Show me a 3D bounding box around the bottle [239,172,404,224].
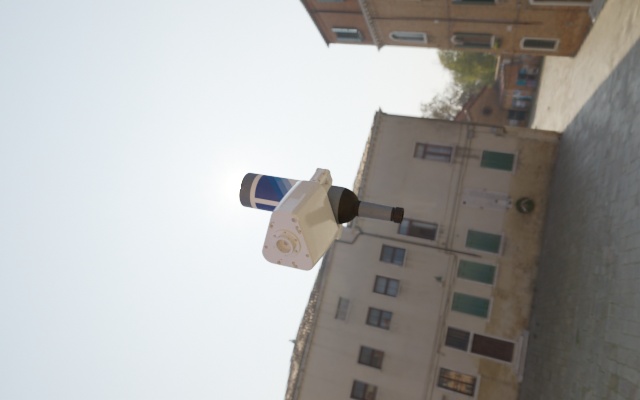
[{"bbox_3d":[0.000,0.003,0.848,0.295,0.069,0.069,10,3,19],"label":"bottle"}]
